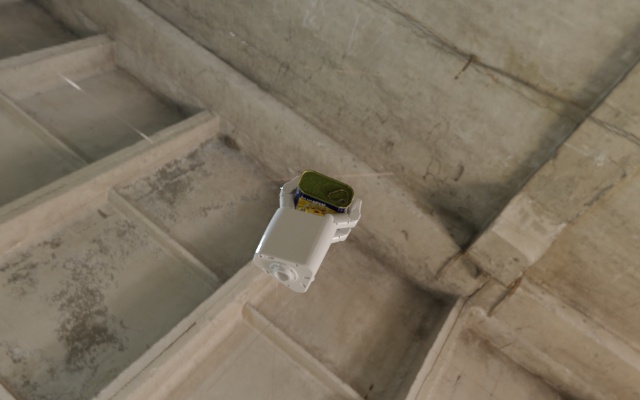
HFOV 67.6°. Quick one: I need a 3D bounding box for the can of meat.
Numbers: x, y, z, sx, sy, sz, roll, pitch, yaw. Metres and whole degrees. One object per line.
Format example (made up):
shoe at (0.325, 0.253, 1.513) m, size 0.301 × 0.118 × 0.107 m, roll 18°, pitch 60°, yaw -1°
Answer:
can of meat at (0.000, 0.003, 0.880) m, size 0.102 × 0.057 × 0.084 m, roll 22°, pitch -40°, yaw 0°
